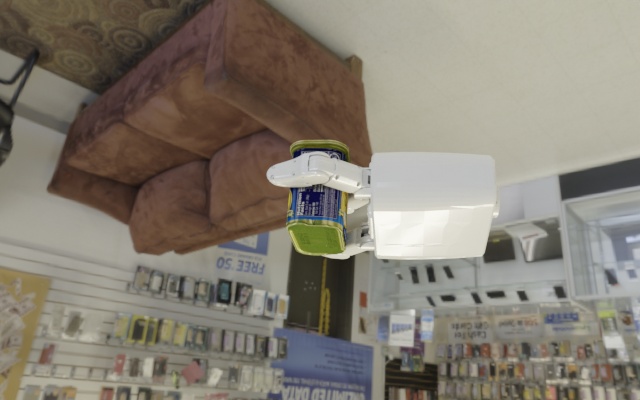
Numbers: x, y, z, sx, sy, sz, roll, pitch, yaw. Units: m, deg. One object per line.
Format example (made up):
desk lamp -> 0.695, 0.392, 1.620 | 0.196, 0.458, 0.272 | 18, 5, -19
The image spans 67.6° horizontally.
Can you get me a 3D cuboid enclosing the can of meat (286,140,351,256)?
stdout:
can of meat -> 0.000, 0.002, 0.472 | 0.057, 0.084, 0.102 | 1, -22, 7
